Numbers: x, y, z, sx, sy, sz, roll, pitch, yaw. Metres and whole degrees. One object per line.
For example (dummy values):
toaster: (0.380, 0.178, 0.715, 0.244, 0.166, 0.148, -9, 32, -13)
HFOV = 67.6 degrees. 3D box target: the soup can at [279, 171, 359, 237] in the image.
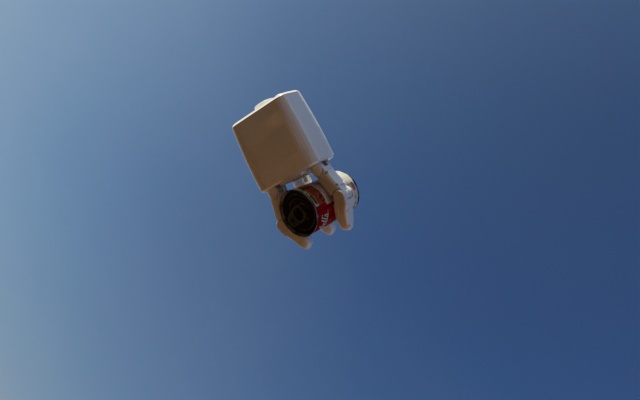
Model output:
soup can: (0.001, 0.003, 0.681, 0.068, 0.068, 0.102, 0, 18, 40)
